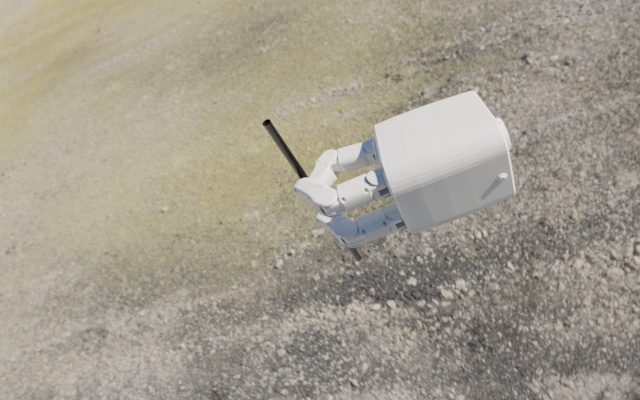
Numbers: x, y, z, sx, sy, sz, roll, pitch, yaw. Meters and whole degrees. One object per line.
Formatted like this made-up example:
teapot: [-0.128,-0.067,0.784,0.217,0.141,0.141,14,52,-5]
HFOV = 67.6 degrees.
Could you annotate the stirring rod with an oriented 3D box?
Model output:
stirring rod: [0.000,0.002,0.503,0.011,0.011,0.240,0,-35,29]
